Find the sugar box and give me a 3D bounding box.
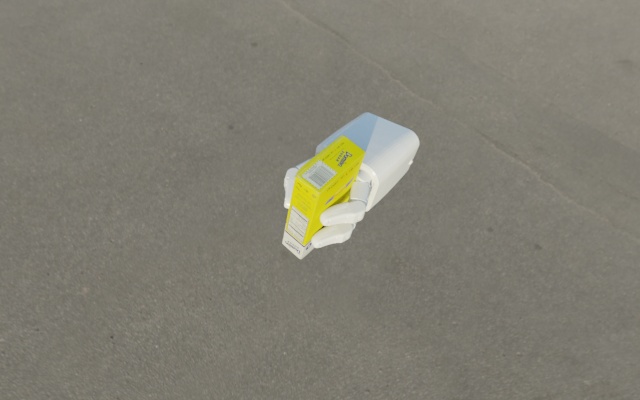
[{"bbox_3d":[0.001,0.002,0.641,0.093,0.048,0.176,-41,-20,-29],"label":"sugar box"}]
